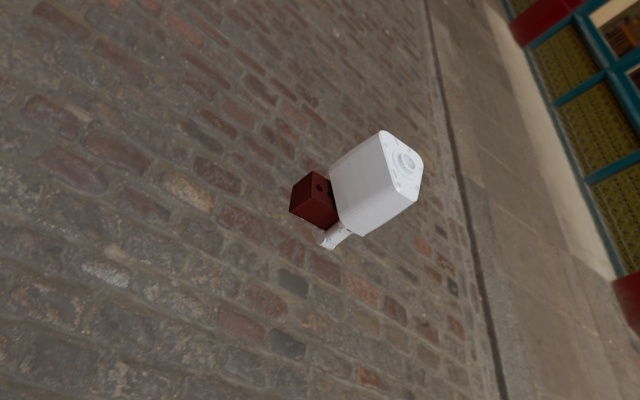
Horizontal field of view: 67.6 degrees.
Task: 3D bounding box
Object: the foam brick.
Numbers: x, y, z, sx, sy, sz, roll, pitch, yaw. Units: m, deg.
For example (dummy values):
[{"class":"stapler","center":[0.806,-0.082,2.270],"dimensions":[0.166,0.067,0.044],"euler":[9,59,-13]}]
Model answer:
[{"class":"foam brick","center":[0.000,0.002,0.715],"dimensions":[0.078,0.053,0.051],"euler":[29,-45,-28]}]
